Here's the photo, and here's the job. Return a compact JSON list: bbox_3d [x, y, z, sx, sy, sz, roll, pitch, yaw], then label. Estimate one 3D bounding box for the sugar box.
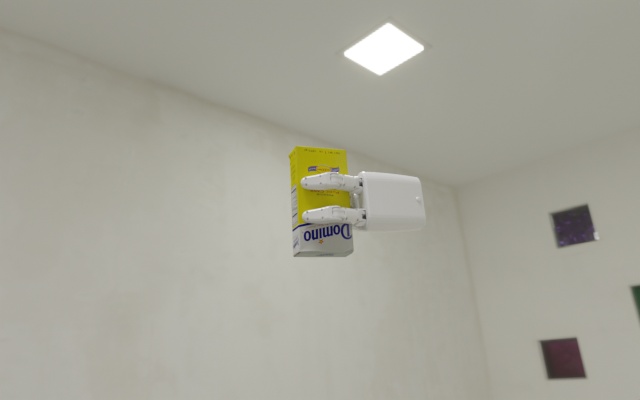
[{"bbox_3d":[0.000,0.002,0.775,0.093,0.176,0.048,2,-19,-19],"label":"sugar box"}]
